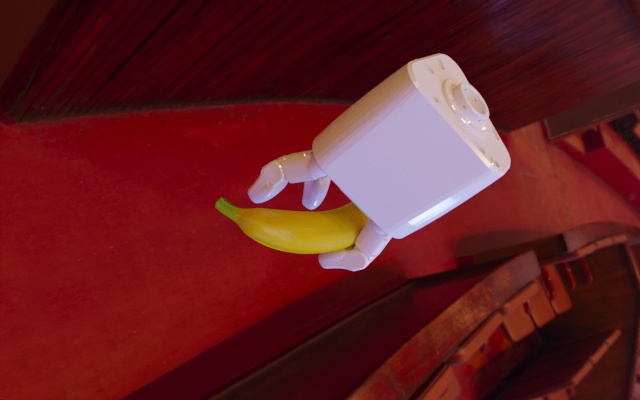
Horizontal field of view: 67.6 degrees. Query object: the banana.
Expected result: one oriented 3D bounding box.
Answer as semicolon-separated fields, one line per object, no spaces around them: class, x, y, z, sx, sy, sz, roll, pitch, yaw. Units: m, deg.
banana;0.005;0.016;0.443;0.198;0.069;0.037;-2;-37;-41
